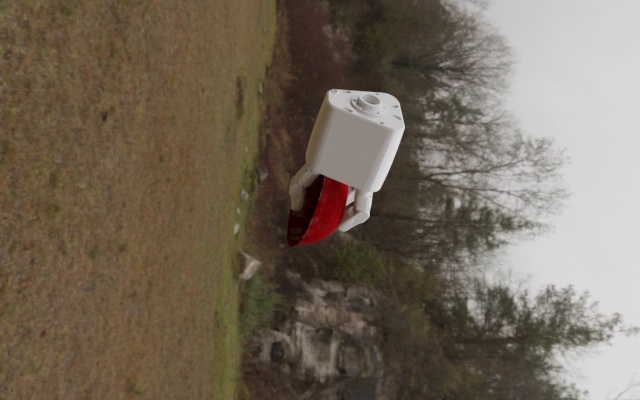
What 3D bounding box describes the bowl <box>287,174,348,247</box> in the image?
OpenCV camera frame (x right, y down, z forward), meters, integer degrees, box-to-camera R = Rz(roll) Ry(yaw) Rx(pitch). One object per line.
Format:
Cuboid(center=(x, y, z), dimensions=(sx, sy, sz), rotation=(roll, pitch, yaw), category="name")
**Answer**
Cuboid(center=(0.000, 0.003, 0.752), dimensions=(0.055, 0.162, 0.162), rotation=(18, -5, -16), category="bowl")
